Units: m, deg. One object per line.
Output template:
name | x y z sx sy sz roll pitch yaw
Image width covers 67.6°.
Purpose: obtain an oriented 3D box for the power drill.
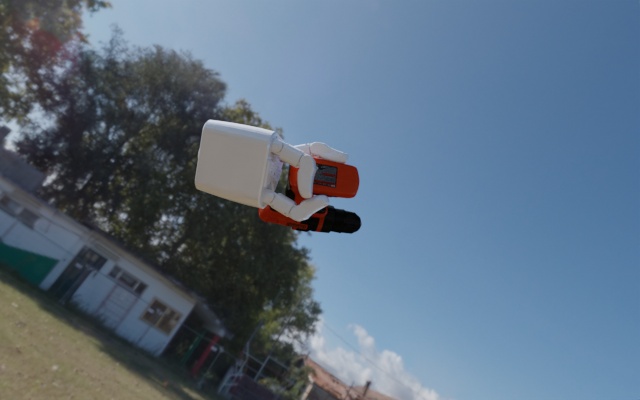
power drill | 0.000 0.002 0.781 0.184 0.057 0.188 8 -26 -12
